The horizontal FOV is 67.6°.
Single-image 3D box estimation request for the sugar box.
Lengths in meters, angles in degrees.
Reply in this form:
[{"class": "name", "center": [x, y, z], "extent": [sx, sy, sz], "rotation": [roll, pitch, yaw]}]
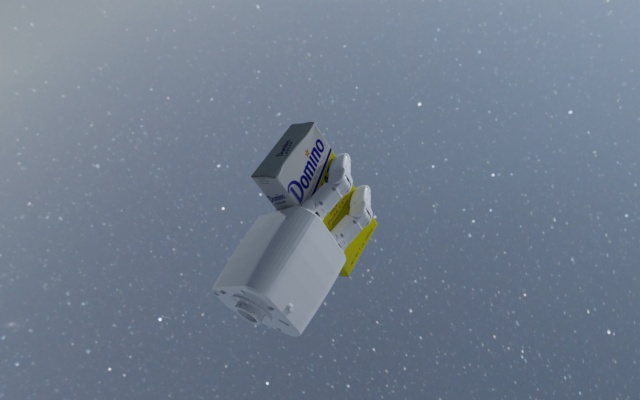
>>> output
[{"class": "sugar box", "center": [0.000, 0.002, 0.579], "extent": [0.048, 0.093, 0.176], "rotation": [3, -41, 40]}]
